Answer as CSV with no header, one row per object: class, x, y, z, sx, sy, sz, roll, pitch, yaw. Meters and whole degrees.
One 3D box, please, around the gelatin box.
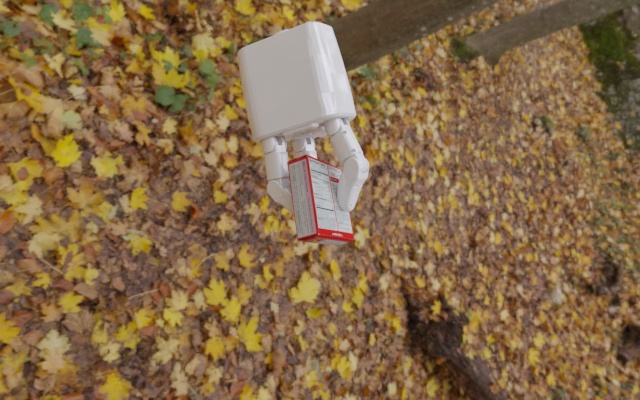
gelatin box,0.001,0.002,0.517,0.030,0.089,0.073,-18,-18,30
